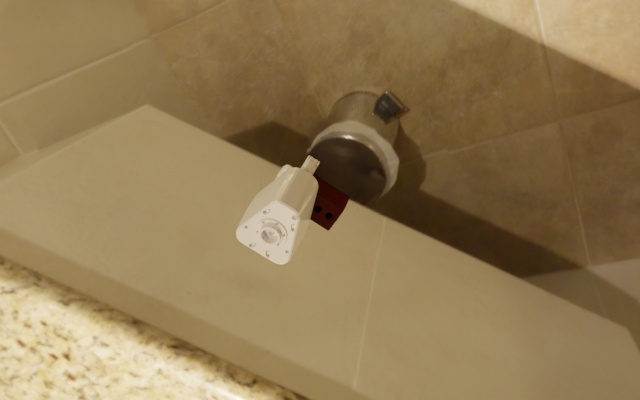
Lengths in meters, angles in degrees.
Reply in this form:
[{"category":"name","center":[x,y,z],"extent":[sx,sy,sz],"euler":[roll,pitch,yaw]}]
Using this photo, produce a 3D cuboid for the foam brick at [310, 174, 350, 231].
[{"category":"foam brick","center":[0.000,0.003,0.807],"extent":[0.078,0.053,0.051],"euler":[32,31,-5]}]
